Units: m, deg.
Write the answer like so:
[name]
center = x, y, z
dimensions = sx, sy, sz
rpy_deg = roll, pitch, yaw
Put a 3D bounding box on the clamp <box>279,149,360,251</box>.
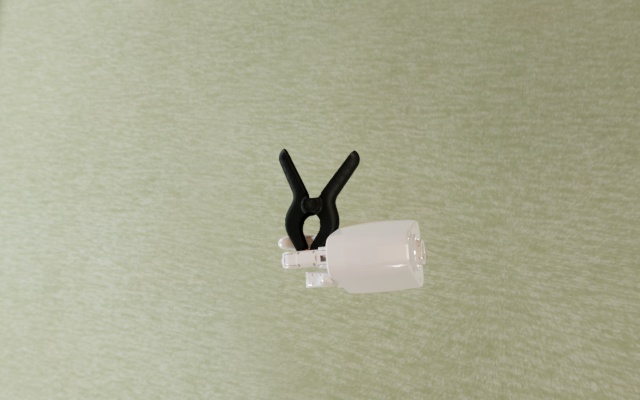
[clamp]
center = 0.000, 0.002, 0.680
dimensions = 0.120, 0.171, 0.039
rpy_deg = -7, -10, 20
